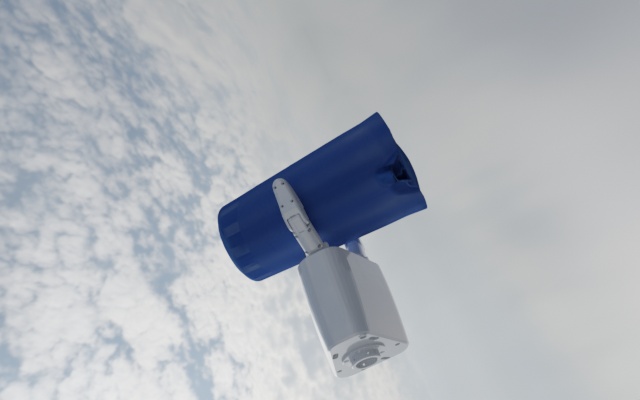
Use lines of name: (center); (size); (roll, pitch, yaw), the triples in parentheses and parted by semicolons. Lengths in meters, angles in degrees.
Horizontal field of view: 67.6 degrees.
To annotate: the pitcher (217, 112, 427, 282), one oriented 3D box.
pitcher: (0.000, 0.002, 0.609); (0.243, 0.145, 0.149); (-27, -37, 7)
